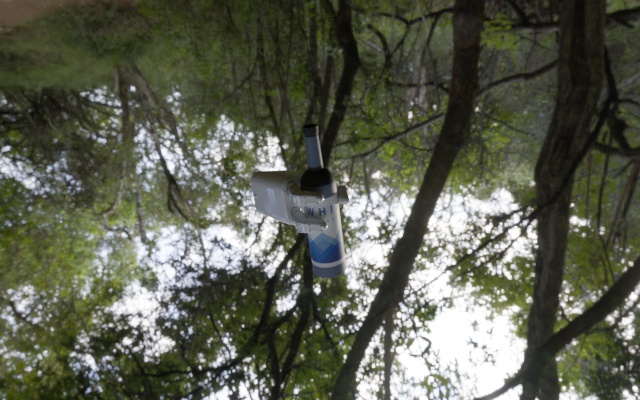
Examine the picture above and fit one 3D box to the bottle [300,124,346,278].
[{"bbox_3d":[0.000,0.003,0.898,0.069,0.296,0.069,-7,23,3],"label":"bottle"}]
